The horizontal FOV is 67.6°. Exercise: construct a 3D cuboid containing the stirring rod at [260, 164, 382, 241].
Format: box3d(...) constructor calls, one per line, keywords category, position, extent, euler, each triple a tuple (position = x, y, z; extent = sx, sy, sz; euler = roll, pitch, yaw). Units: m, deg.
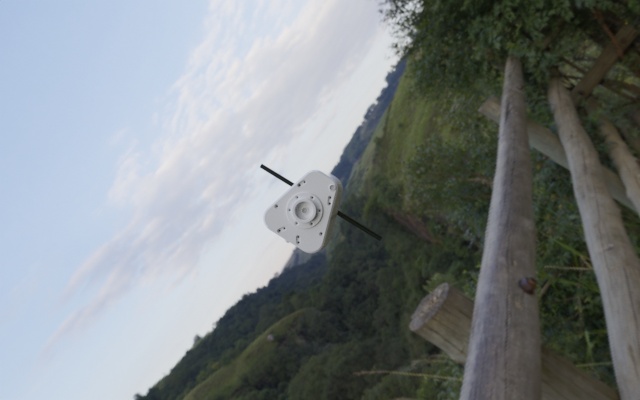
box3d(category="stirring rod", position=(0.000, 0.003, 0.814), extent=(0.239, 0.011, 0.011), euler=(31, 2, 3))
